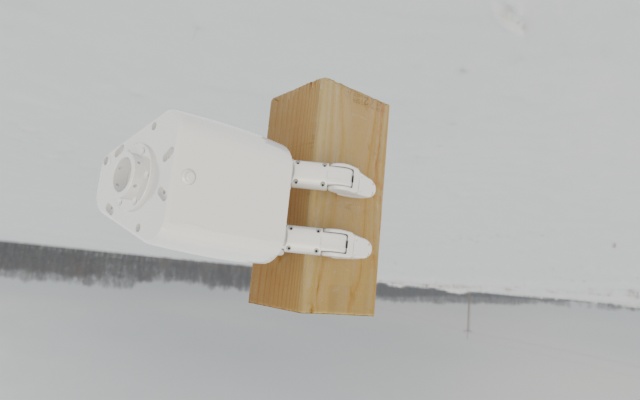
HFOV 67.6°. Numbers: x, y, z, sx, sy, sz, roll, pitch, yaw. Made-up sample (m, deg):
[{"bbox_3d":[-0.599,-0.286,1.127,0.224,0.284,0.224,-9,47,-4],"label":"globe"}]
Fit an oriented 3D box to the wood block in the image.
[{"bbox_3d":[0.000,0.002,0.467,0.090,0.206,0.091,13,-11,-38],"label":"wood block"}]
